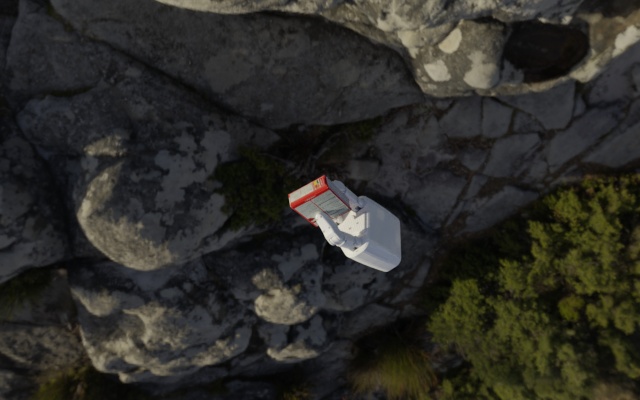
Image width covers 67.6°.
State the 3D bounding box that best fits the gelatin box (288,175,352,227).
[{"bbox_3d":[0.000,0.003,0.806,0.073,0.030,0.089,-27,-37,18],"label":"gelatin box"}]
